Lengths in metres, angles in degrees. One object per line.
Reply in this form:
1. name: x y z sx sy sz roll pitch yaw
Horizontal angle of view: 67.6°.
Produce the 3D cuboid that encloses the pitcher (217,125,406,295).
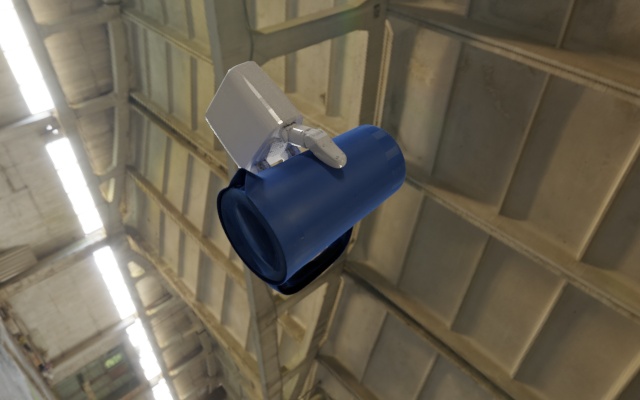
1. pitcher: 0.000 0.002 0.629 0.242 0.145 0.149 -32 -14 -32
